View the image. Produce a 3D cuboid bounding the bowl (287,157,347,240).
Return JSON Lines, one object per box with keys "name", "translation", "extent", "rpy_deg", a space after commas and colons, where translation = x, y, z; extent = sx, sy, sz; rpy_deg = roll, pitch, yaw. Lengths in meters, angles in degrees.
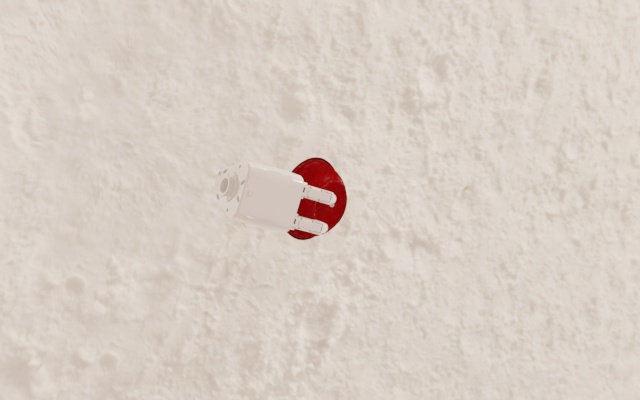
{"name": "bowl", "translation": [0.001, 0.003, 0.894], "extent": [0.055, 0.162, 0.162], "rpy_deg": [16, 11, 40]}
